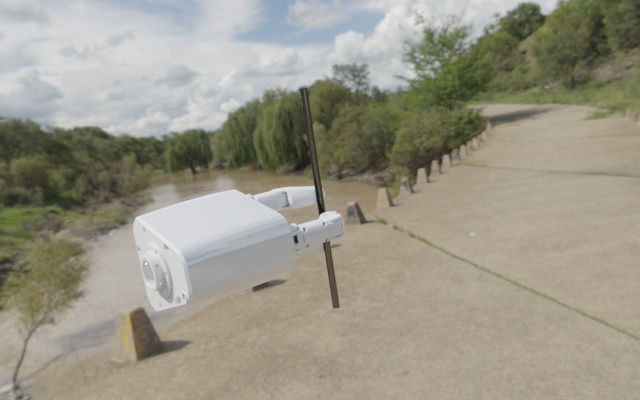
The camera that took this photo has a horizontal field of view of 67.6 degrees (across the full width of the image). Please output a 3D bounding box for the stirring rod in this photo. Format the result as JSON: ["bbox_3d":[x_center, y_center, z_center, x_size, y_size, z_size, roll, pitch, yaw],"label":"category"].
[{"bbox_3d":[0.000,0.002,0.513,0.011,0.239,0.011,-8,9,1],"label":"stirring rod"}]
